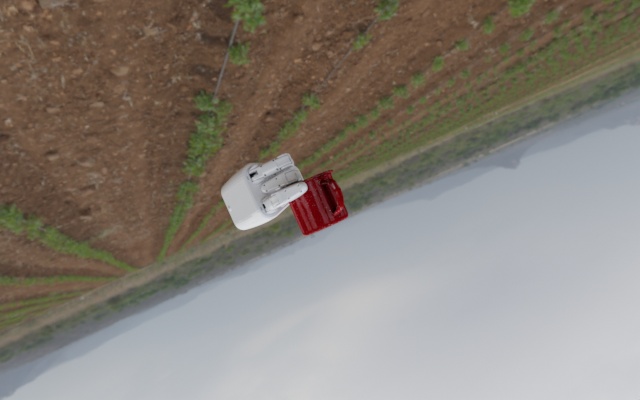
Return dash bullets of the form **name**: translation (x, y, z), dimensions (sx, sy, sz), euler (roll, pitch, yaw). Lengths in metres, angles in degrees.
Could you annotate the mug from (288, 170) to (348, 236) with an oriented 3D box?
- **mug**: translation (0.001, 0.002, 0.763), dimensions (0.093, 0.081, 0.117), euler (-23, -1, -36)
